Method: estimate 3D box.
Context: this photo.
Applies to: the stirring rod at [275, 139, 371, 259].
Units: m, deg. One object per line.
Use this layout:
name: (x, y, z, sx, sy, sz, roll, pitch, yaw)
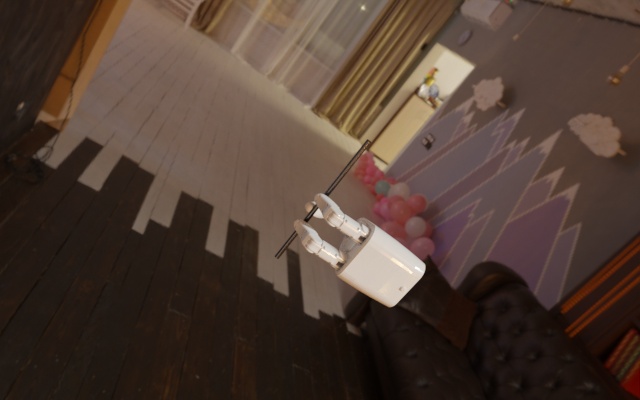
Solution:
stirring rod: (0.000, 0.003, 0.734, 0.011, 0.239, 0.011, 34, 19, -13)
